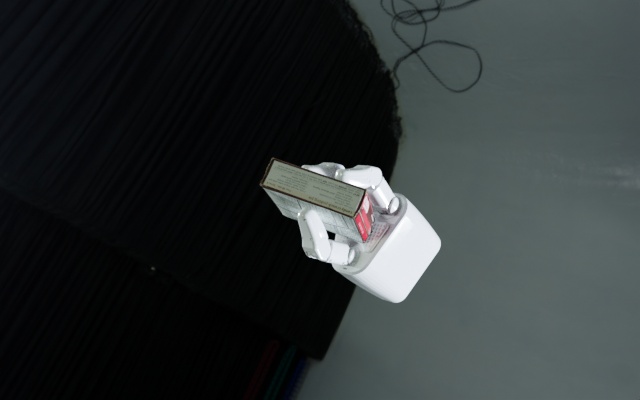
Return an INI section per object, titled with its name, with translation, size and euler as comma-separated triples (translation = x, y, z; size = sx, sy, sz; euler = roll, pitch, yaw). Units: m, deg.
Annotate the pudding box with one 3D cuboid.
[pudding box]
translation = 0.000, 0.002, 0.526
size = 0.113, 0.039, 0.090
euler = 18, -18, 18
